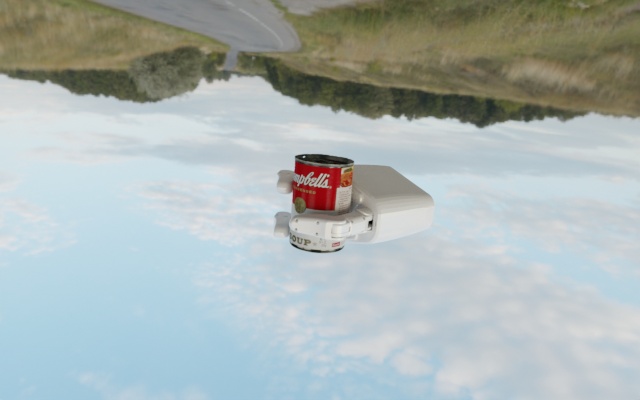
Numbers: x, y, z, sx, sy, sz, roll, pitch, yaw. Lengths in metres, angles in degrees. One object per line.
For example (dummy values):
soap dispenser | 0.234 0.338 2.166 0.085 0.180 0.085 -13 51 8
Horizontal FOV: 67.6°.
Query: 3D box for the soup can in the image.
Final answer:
soup can | 0.000 0.002 0.550 0.068 0.102 0.068 5 14 -1
